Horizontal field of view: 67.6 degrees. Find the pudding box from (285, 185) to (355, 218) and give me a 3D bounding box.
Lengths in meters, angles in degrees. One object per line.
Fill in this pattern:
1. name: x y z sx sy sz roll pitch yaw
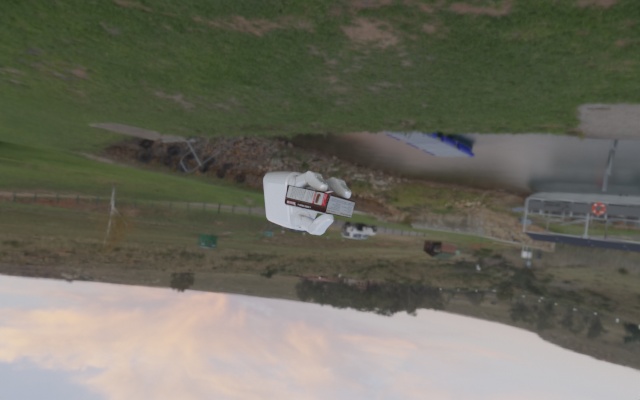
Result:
1. pudding box: 0.000 0.003 0.873 0.090 0.039 0.113 12 1 28
